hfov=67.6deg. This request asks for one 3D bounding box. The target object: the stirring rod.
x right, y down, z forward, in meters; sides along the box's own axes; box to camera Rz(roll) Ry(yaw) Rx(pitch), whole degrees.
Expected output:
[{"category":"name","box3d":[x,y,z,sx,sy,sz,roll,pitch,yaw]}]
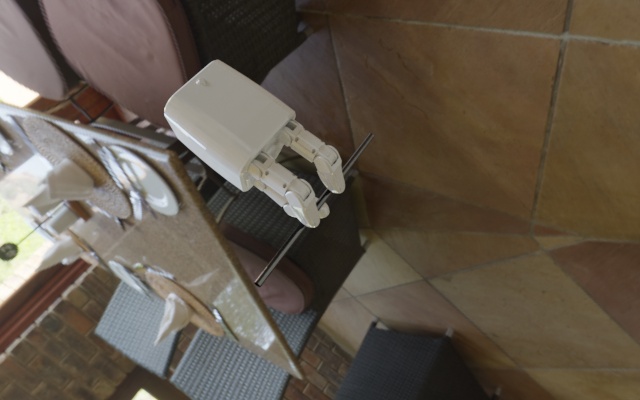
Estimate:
[{"category":"stirring rod","box3d":[0.000,0.002,0.539,0.011,0.011,0.239,0,44,47]}]
